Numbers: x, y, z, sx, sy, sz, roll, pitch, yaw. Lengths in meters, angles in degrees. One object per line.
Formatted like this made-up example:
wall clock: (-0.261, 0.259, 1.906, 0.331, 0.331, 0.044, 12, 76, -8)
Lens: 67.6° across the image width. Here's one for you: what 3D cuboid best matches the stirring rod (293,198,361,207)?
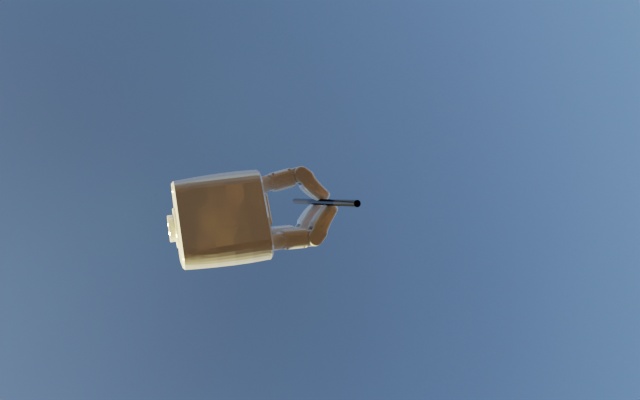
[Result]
stirring rod: (0.000, 0.002, 0.624, 0.011, 0.011, 0.239, 0, 1, -19)
